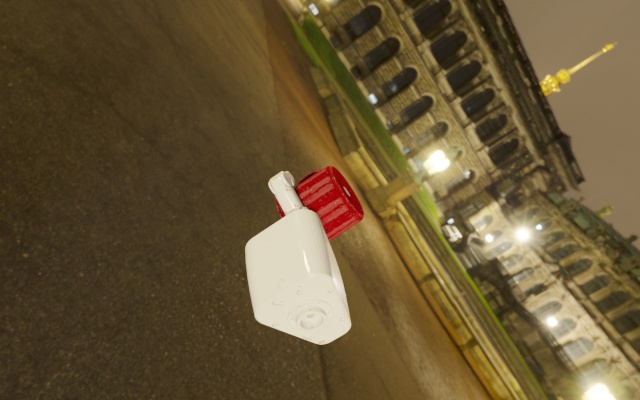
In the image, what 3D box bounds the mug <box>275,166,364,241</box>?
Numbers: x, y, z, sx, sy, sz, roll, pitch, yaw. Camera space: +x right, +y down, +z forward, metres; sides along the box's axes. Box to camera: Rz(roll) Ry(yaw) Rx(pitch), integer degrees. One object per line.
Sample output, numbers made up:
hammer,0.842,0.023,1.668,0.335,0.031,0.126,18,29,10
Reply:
mug,0.000,0.001,0.623,0.081,0.117,0.093,-33,-53,13
